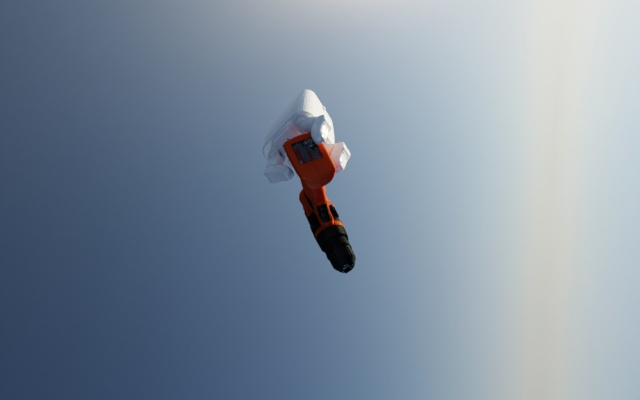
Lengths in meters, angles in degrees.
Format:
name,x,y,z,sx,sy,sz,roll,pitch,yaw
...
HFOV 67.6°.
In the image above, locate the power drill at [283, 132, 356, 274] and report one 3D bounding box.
name,x,y,z,sx,sy,sz,roll,pitch,yaw
power drill,0.000,0.002,0.749,0.057,0.184,0.188,-21,-41,-9
